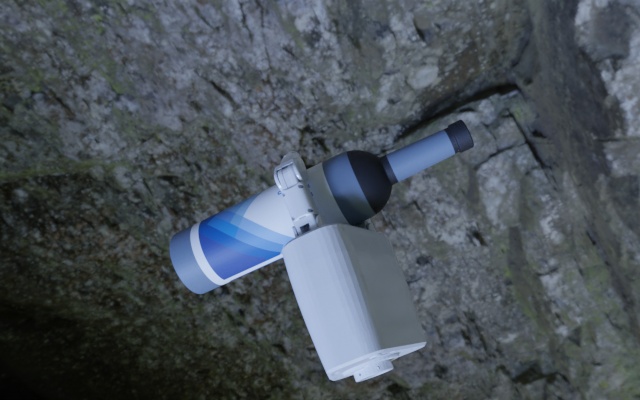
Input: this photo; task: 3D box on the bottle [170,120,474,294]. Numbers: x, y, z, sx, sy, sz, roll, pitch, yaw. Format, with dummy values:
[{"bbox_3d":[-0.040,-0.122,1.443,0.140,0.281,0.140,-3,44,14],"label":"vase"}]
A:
[{"bbox_3d":[0.000,0.002,0.452,0.296,0.069,0.069,-25,-5,11],"label":"bottle"}]
